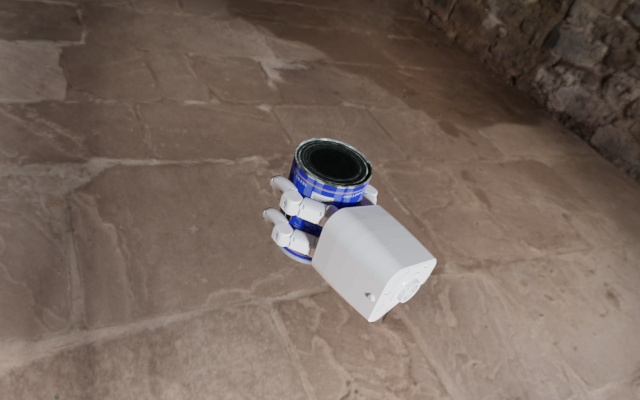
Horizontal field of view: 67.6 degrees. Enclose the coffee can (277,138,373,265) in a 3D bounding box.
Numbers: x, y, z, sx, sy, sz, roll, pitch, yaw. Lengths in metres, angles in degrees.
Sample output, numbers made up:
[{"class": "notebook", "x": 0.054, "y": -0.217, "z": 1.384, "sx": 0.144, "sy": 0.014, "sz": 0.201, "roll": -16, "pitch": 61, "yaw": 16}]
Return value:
[{"class": "coffee can", "x": 0.000, "y": 0.002, "z": 0.643, "sx": 0.103, "sy": 0.140, "sz": 0.102, "roll": 11, "pitch": 39, "yaw": -9}]
